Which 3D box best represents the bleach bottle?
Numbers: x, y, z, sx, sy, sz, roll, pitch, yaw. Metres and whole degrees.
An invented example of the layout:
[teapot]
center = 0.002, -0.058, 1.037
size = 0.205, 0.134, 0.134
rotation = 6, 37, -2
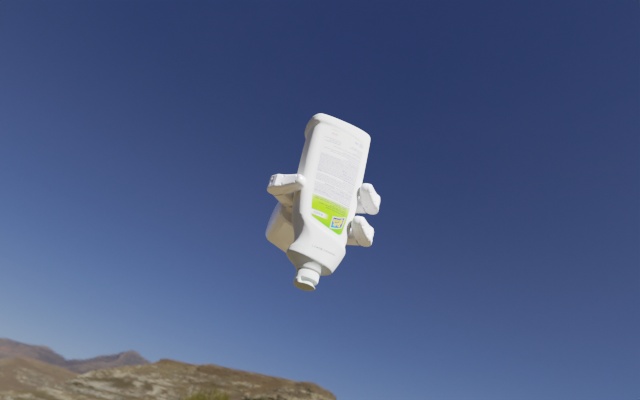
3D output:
[bleach bottle]
center = 0.000, 0.002, 0.672
size = 0.102, 0.250, 0.068
rotation = 21, -30, -10
